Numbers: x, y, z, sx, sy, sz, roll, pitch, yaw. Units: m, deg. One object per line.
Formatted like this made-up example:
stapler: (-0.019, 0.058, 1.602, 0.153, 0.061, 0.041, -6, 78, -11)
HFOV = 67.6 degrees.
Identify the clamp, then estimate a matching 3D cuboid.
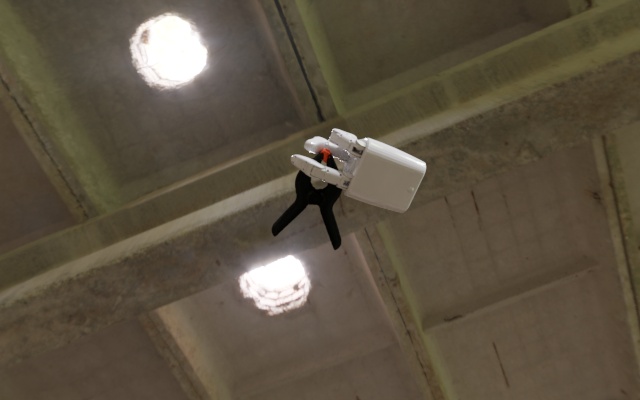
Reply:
clamp: (0.000, 0.002, 0.799, 0.120, 0.171, 0.039, 20, 18, -10)
